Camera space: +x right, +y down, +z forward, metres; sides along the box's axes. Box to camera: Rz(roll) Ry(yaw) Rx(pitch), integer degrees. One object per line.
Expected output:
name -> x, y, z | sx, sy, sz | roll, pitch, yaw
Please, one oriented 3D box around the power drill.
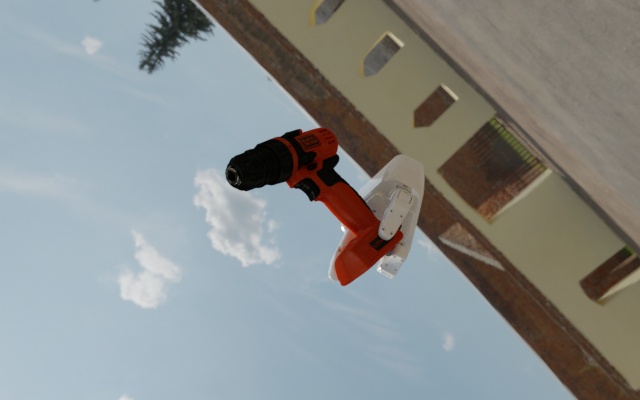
power drill -> 0.000, 0.002, 0.553 | 0.057, 0.187, 0.184 | -42, -9, 39
